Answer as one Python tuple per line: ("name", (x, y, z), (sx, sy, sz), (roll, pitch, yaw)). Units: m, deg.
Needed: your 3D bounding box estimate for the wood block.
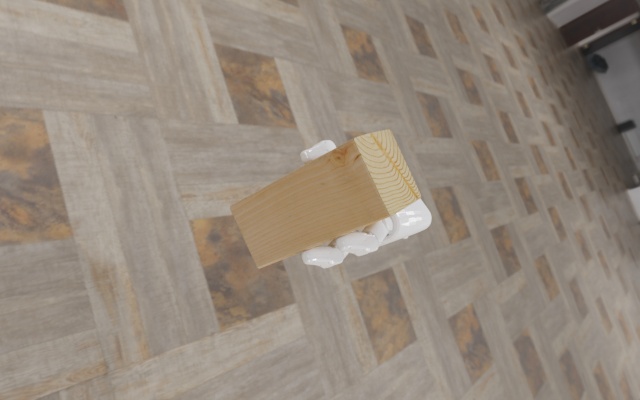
("wood block", (0.000, 0.001, 0.578), (0.206, 0.091, 0.090), (-26, -1, 36))
